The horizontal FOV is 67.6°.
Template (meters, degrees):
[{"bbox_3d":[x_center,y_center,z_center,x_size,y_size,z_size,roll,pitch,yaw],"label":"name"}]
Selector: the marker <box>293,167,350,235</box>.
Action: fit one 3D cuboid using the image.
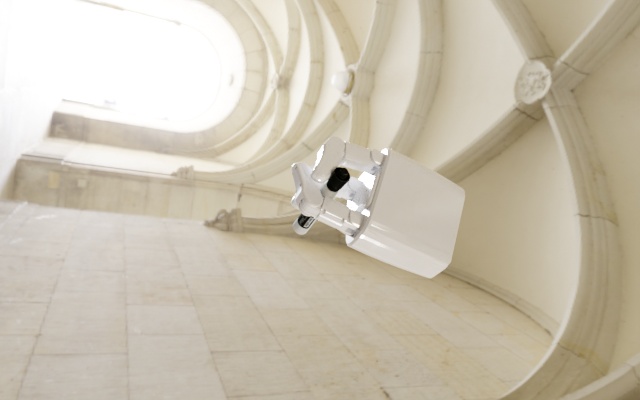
[{"bbox_3d":[0.000,0.002,0.520,0.020,0.020,0.121,0,-31,-28],"label":"marker"}]
